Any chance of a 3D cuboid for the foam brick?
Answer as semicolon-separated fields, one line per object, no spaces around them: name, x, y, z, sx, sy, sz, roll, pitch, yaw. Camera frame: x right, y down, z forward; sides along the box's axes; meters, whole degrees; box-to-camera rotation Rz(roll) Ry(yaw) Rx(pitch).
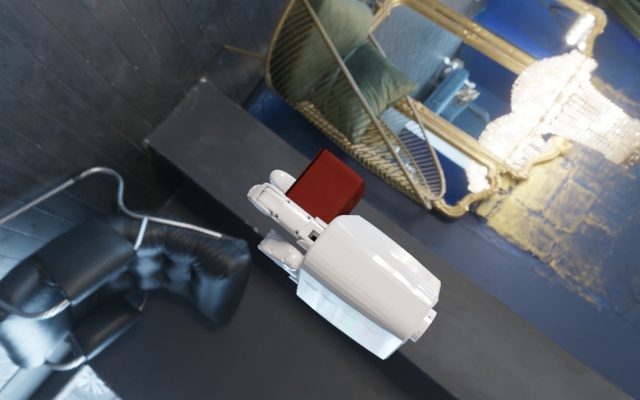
foam brick;0.000;0.001;0.453;0.051;0.078;0.053;37;-9;14
